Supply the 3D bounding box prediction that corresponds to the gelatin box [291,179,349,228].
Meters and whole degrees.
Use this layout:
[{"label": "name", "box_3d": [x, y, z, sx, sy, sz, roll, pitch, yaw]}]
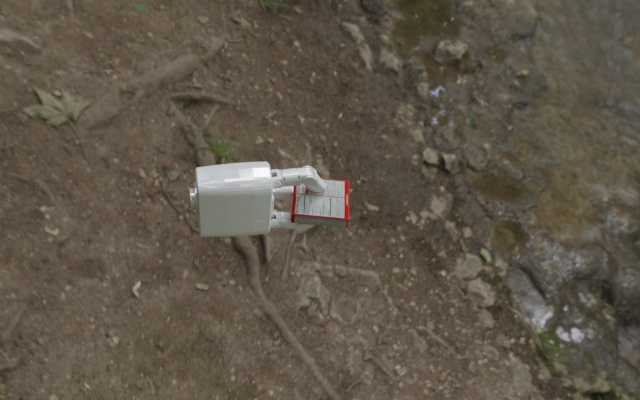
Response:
[{"label": "gelatin box", "box_3d": [0.001, 0.002, 0.750, 0.089, 0.073, 0.030, 5, -33, -4]}]
